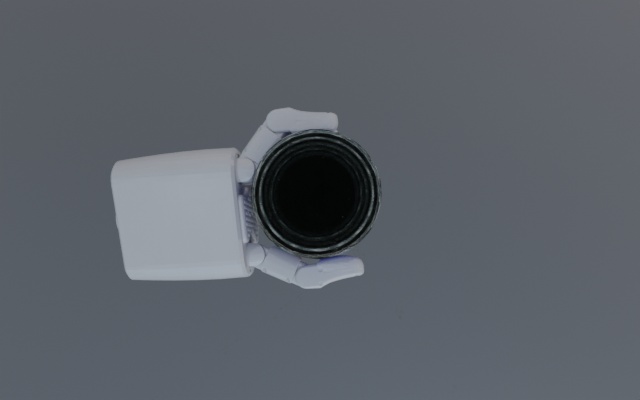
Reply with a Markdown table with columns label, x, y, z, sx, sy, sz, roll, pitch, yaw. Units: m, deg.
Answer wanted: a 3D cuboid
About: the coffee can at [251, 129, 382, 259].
| label | x | y | z | sx | sy | sz | roll | pitch | yaw |
| --- | --- | --- | --- | --- | --- | --- | --- | --- | --- |
| coffee can | 0.000 | 0.002 | 0.440 | 0.103 | 0.103 | 0.140 | 0 | -6 | 3 |
